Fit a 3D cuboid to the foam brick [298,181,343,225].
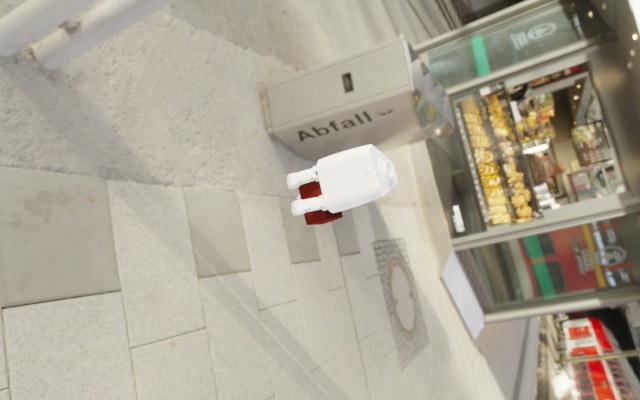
[{"bbox_3d":[0.000,0.003,0.892,0.051,0.078,0.053,-17,-8,33],"label":"foam brick"}]
